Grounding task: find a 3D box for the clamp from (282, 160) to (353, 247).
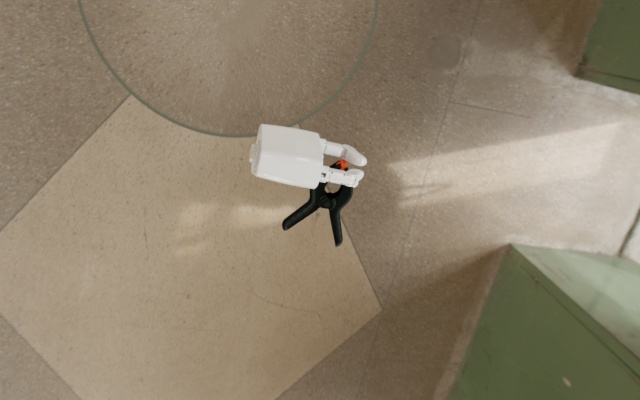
[{"bbox_3d":[0.000,0.003,0.879,0.120,0.171,0.039,8,22,-15],"label":"clamp"}]
